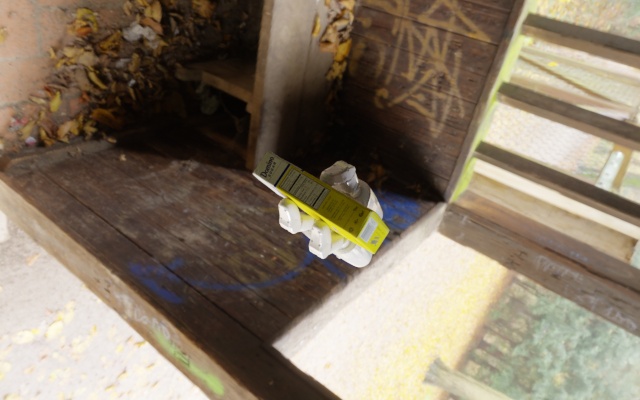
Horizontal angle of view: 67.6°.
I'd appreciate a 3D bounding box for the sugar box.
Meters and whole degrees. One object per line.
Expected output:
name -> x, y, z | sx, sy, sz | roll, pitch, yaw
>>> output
sugar box -> 0.000, 0.003, 0.637 | 0.176, 0.048, 0.093 | 28, -7, 27
